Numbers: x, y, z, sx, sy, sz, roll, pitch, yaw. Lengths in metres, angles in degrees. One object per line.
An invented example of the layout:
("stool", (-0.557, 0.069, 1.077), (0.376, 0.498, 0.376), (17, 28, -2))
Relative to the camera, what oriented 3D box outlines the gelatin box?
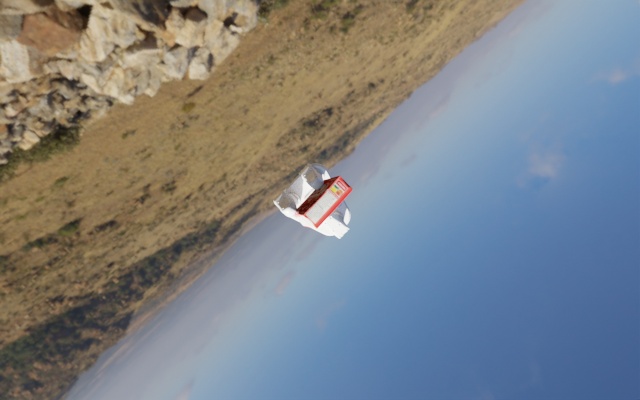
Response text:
("gelatin box", (0.000, 0.003, 0.664), (0.030, 0.073, 0.089), (45, -9, -9))
